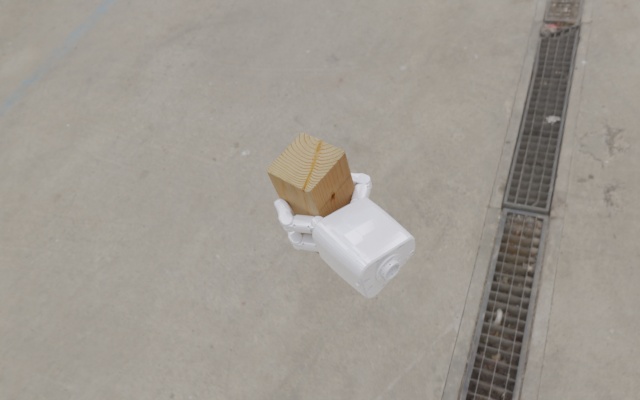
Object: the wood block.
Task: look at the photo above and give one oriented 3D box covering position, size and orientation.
[{"bbox_3d":[0.001,0.002,0.781,0.090,0.090,0.206,28,-25,31],"label":"wood block"}]
